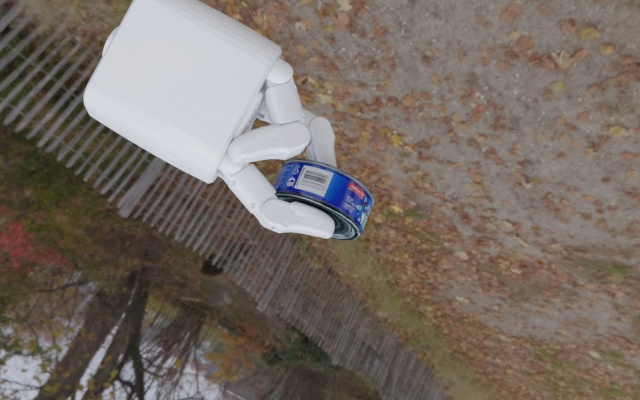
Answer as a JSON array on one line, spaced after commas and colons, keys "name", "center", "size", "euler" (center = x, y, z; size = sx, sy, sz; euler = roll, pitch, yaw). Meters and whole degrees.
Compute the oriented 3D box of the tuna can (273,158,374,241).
[{"name": "tuna can", "center": [0.000, 0.002, 0.408], "size": [0.086, 0.033, 0.086], "euler": [20, -20, 8]}]
